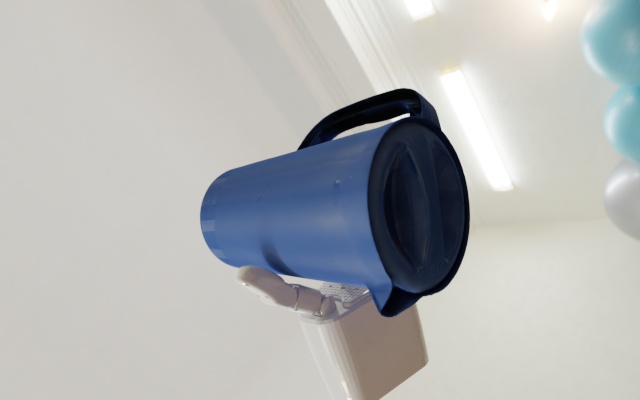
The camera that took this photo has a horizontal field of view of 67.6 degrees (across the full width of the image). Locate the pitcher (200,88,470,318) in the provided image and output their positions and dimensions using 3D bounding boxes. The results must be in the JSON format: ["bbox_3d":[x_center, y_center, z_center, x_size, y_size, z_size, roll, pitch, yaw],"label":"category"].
[{"bbox_3d":[0.000,0.002,0.435,0.243,0.145,0.149,-5,22,45],"label":"pitcher"}]
